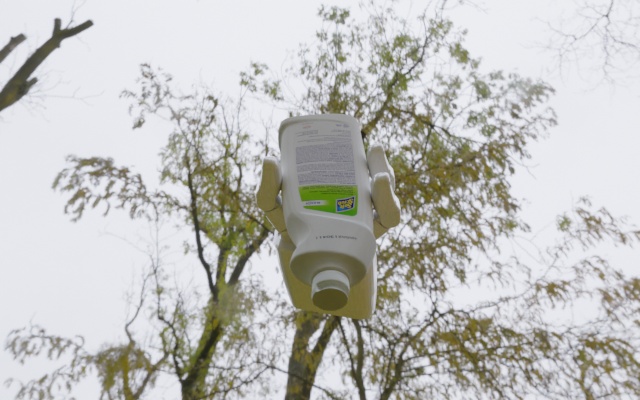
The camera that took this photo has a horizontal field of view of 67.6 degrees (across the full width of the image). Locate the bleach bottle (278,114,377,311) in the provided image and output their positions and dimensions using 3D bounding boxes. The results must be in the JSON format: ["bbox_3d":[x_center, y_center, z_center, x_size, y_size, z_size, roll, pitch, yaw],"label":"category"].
[{"bbox_3d":[0.000,0.001,0.479,0.102,0.068,0.250,-4,39,4],"label":"bleach bottle"}]
